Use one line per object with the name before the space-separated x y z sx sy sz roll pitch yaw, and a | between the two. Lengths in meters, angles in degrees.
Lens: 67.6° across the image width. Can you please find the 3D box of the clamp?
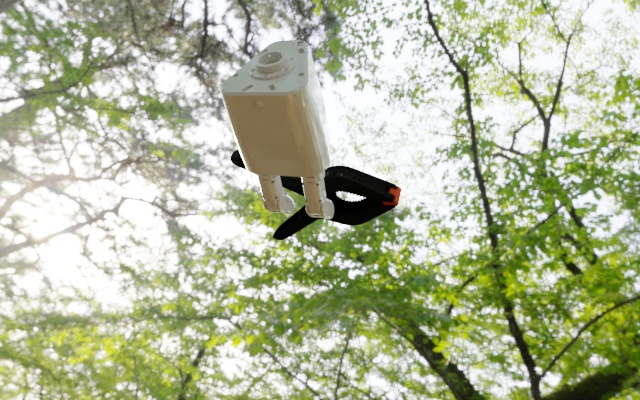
clamp | 0.001 0.001 0.622 0.210 0.036 0.165 4 -41 18
